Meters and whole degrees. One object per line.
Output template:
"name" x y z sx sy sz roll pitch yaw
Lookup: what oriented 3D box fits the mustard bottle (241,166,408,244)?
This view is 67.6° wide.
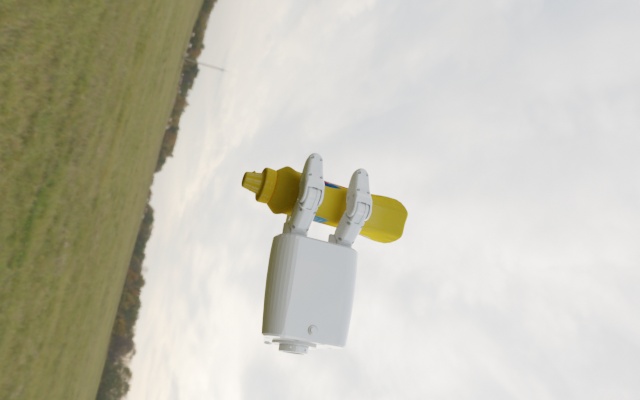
"mustard bottle" 0.000 0.002 0.567 0.191 0.058 0.096 16 0 -19
